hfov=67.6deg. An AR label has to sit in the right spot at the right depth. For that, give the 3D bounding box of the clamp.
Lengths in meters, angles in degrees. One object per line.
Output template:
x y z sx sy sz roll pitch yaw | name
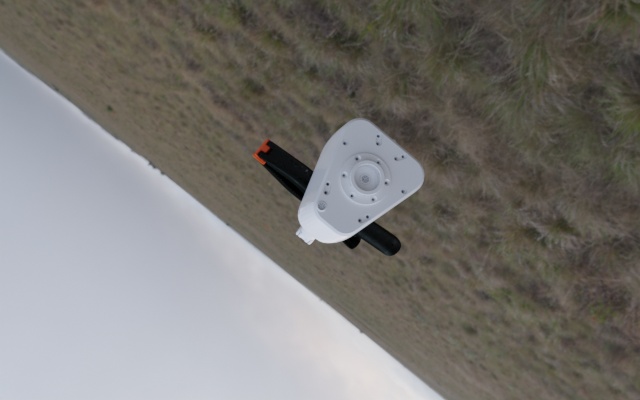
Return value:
-0.001 0.002 0.631 0.210 0.036 0.164 40 -12 -2 | clamp
